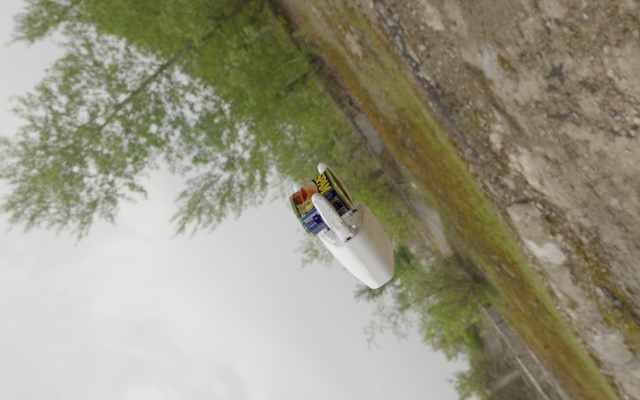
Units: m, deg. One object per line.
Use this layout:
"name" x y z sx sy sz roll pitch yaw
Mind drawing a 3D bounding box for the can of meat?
"can of meat" 0.000 0.003 0.783 0.084 0.057 0.102 -36 26 6
